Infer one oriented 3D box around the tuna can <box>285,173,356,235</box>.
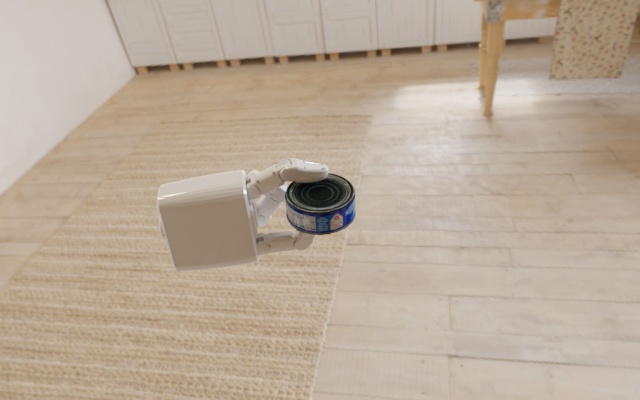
[{"bbox_3d":[0.000,0.001,0.579,0.086,0.034,0.086,-2,37,1],"label":"tuna can"}]
